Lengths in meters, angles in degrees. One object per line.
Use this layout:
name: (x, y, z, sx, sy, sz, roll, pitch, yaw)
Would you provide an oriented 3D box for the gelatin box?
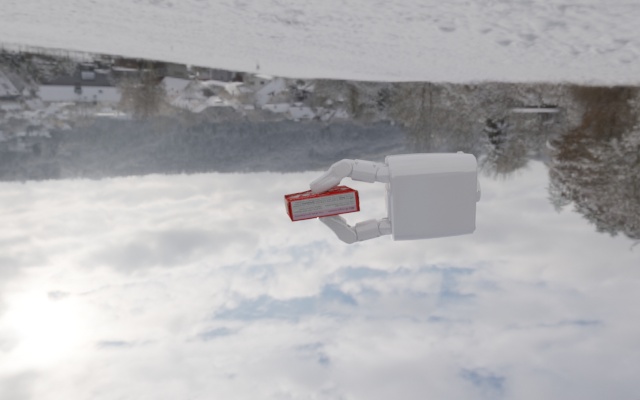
gelatin box: (0.000, 0.003, 0.617, 0.089, 0.030, 0.073, -10, 8, -7)
